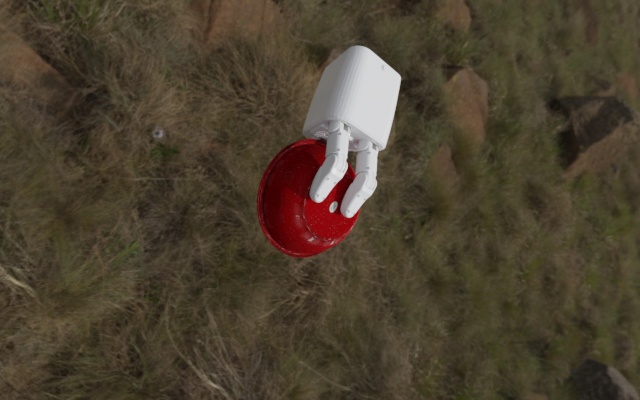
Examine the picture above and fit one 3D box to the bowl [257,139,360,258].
[{"bbox_3d":[0.000,0.003,0.622,0.162,0.162,0.055,0,9,-37],"label":"bowl"}]
